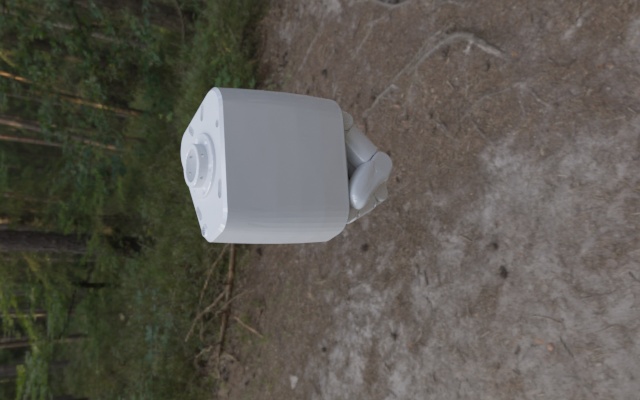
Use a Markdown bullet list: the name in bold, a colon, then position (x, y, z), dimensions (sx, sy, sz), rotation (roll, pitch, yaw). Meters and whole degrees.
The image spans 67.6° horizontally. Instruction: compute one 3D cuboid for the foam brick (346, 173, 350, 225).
- **foam brick**: position (0.000, 0.002, 0.464), dimensions (0.051, 0.053, 0.078), rotation (-3, -23, -35)
